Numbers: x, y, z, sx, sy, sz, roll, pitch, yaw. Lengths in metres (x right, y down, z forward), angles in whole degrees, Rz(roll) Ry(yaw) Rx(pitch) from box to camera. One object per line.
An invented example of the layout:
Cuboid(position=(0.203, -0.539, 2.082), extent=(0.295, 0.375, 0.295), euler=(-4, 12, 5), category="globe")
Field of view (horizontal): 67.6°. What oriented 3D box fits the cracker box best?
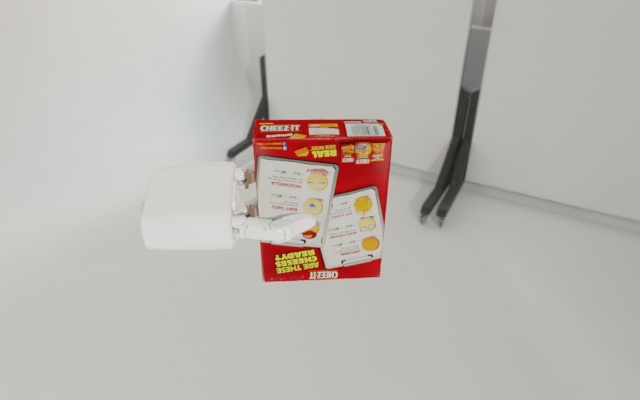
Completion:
Cuboid(position=(0.000, 0.002, 0.624), extent=(0.164, 0.214, 0.072), euler=(-2, 32, -3), category="cracker box")
